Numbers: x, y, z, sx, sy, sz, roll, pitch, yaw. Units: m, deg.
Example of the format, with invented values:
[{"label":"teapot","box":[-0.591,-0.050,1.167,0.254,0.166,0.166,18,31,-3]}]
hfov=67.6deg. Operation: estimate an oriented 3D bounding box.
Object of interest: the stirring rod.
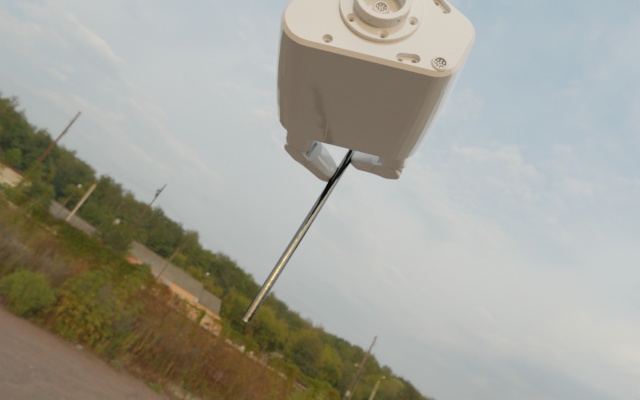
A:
[{"label":"stirring rod","box":[0.000,0.001,0.423,0.011,0.239,0.011,28,-19,11]}]
